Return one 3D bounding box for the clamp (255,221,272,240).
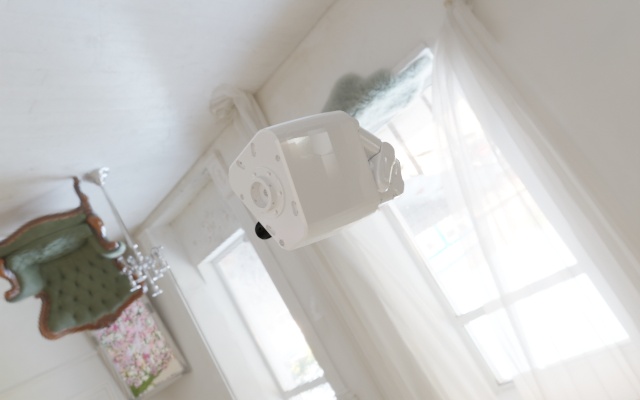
[{"bbox_3d":[0.001,0.002,0.573,0.120,0.039,0.171,-20,-14,-44],"label":"clamp"}]
